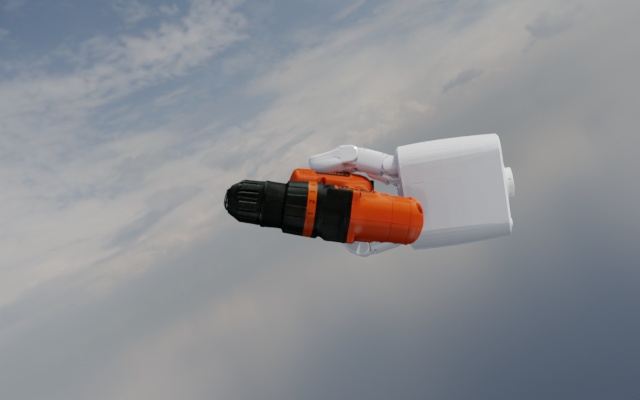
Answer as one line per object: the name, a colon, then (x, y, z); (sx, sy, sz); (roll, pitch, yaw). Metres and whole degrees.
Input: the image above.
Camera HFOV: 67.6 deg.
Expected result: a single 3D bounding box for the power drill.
power drill: (0.000, 0.002, 0.510); (0.184, 0.057, 0.187); (9, 9, -4)
